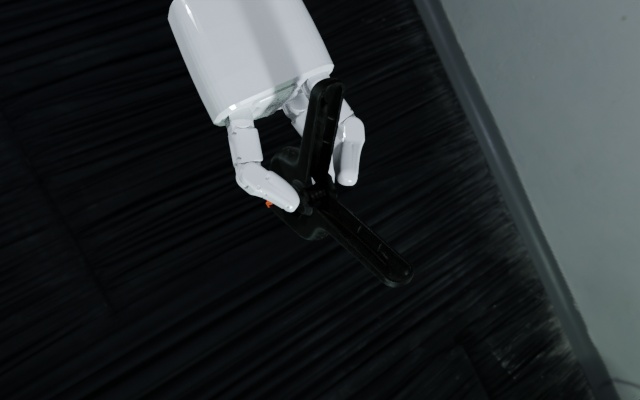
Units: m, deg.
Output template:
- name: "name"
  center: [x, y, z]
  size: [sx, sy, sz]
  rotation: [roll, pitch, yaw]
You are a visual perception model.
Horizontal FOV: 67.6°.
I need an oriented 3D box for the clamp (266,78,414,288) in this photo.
- name: "clamp"
  center: [-0.001, 0.002, 0.431]
  size: [0.036, 0.164, 0.210]
  rotation: [-24, 1, -24]
